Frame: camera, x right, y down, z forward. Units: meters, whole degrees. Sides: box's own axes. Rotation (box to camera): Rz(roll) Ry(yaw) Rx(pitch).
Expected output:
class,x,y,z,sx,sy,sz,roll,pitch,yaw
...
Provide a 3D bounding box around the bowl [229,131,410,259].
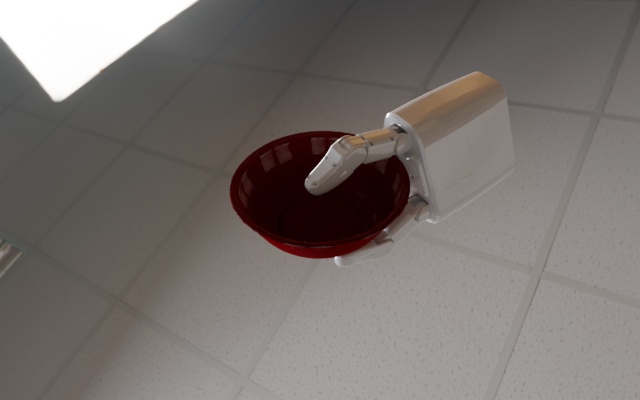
class,x,y,z,sx,sy,sz,roll,pitch,yaw
bowl,-0.001,0.002,0.446,0.162,0.055,0.162,-1,42,1
